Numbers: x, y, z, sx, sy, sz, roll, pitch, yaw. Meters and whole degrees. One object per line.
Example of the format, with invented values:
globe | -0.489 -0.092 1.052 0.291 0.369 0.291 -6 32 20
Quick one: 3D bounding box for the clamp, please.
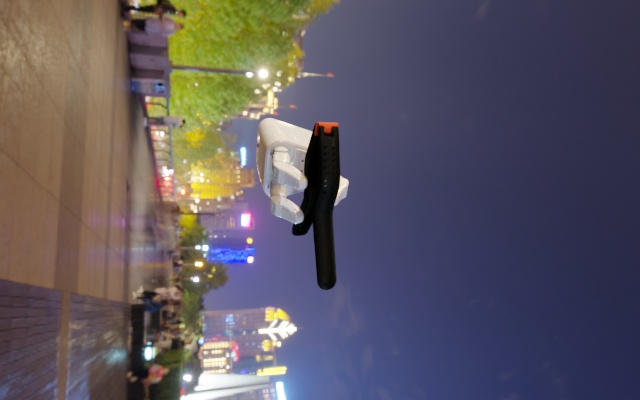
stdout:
clamp | 0.001 0.001 0.641 0.036 0.210 0.164 -1 31 -19
